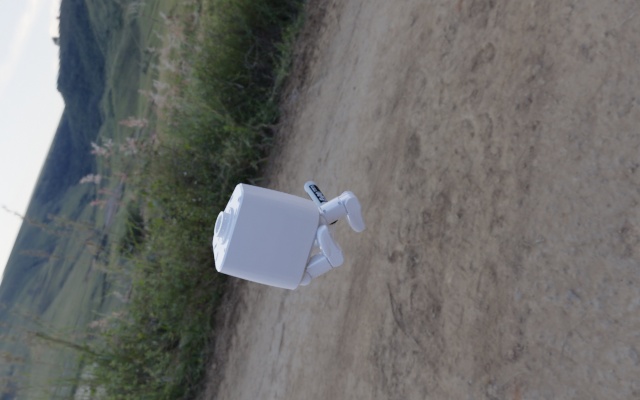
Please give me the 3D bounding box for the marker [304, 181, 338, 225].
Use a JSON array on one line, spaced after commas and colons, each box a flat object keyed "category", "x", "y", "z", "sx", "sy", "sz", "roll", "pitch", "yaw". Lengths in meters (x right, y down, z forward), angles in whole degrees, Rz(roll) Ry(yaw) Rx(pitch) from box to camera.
[{"category": "marker", "x": 0.000, "y": 0.002, "z": 0.691, "sx": 0.020, "sy": 0.020, "sz": 0.121, "roll": 0, "pitch": 24, "yaw": -18}]
